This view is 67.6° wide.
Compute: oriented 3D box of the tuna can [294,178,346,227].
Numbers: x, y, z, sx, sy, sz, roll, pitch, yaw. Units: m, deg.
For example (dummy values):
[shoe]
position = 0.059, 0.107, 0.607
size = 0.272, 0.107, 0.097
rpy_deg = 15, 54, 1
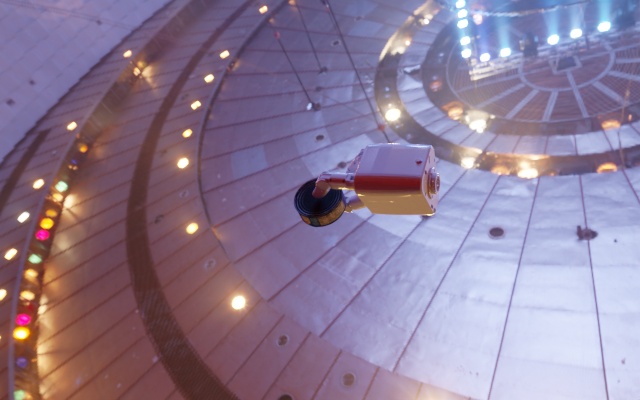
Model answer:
[tuna can]
position = 0.000, 0.003, 0.816
size = 0.086, 0.086, 0.034
rpy_deg = 0, -38, 22
